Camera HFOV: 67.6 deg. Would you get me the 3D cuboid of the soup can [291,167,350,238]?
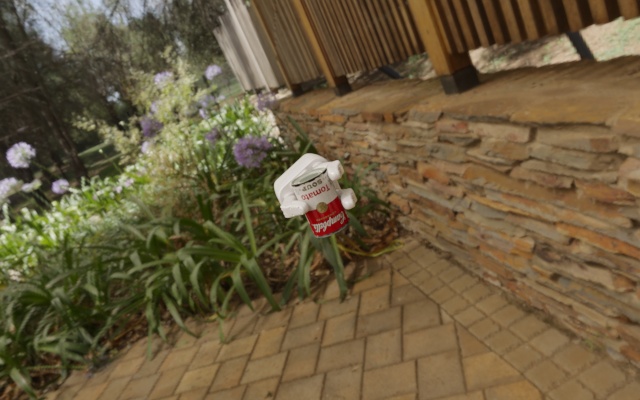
[{"bbox_3d":[0.000,0.003,0.811,0.068,0.102,0.068,-23,16,7],"label":"soup can"}]
